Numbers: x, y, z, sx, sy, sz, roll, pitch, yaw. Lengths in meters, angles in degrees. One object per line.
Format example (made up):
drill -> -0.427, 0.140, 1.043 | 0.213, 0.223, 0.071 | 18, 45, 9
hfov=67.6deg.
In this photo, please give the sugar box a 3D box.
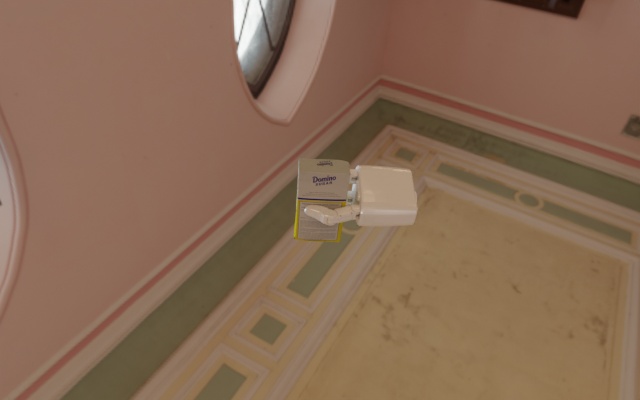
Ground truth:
sugar box -> 0.000, 0.003, 0.896 | 0.093, 0.176, 0.048 | 3, 40, -5
